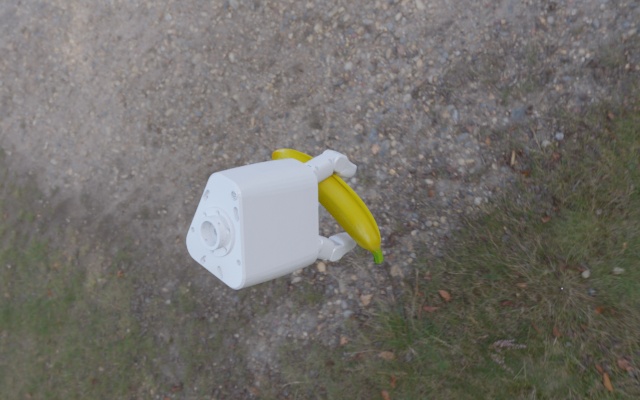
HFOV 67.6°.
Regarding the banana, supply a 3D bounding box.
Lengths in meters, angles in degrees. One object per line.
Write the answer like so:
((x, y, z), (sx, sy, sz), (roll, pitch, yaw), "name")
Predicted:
((0.007, -0.006, 0.570), (0.037, 0.197, 0.070), (-33, -20, -31), "banana")
